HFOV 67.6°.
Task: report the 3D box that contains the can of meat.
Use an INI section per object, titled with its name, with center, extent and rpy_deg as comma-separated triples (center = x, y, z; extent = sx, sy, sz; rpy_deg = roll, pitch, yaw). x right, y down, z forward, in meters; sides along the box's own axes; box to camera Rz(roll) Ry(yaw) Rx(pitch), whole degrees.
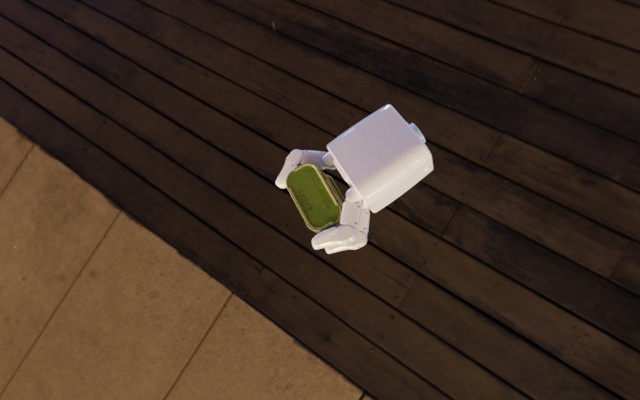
[can of meat]
center = 0.000, 0.002, 0.674
extent = 0.057, 0.102, 0.084
rpy_deg = -32, -17, 7
